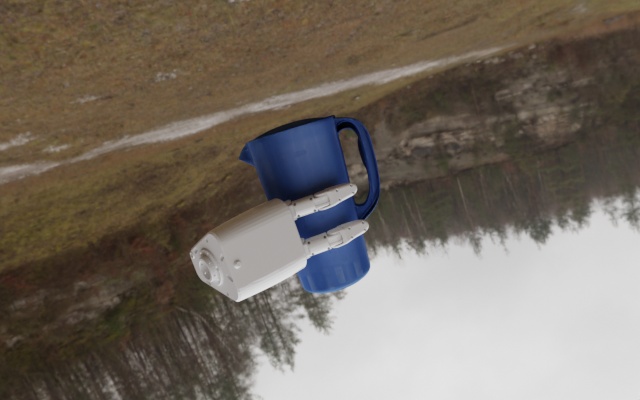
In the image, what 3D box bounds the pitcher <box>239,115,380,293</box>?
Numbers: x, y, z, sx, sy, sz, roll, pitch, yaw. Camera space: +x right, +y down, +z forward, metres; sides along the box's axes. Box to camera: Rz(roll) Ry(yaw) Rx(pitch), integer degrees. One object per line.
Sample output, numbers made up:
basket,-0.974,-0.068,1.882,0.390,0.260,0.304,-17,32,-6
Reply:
pitcher,0.000,0.002,0.693,0.145,0.243,0.149,-26,13,-37
